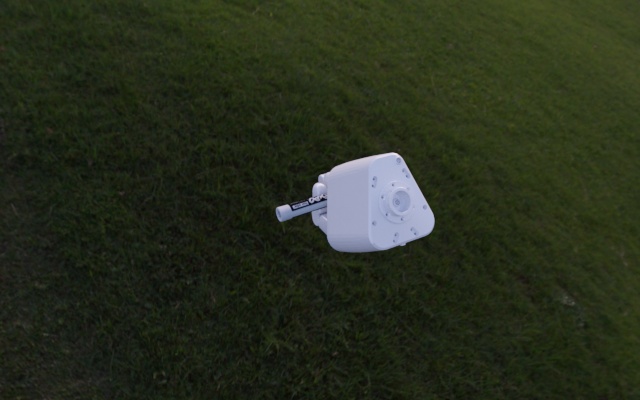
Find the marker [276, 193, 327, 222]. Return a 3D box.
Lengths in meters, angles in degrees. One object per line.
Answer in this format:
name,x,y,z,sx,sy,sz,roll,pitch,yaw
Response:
marker,0.000,0.002,0.629,0.121,0.020,0.020,-17,7,-23
